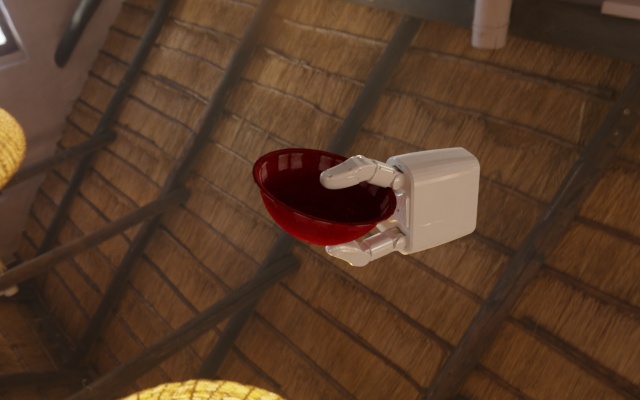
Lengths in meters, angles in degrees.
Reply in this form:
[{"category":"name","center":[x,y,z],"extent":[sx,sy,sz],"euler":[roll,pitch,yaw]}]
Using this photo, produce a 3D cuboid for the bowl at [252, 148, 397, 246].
[{"category":"bowl","center":[-0.001,0.002,0.533],"extent":[0.162,0.055,0.162],"euler":[12,30,-7]}]
